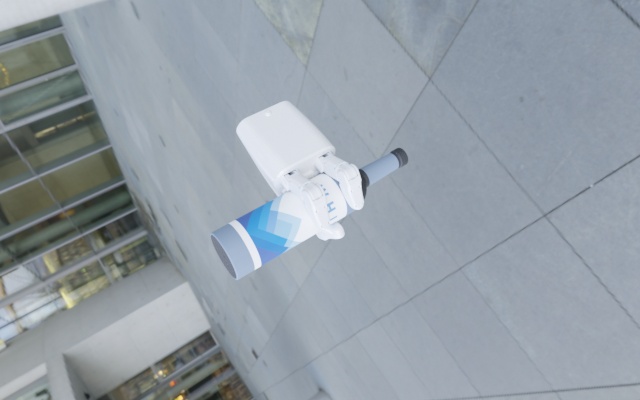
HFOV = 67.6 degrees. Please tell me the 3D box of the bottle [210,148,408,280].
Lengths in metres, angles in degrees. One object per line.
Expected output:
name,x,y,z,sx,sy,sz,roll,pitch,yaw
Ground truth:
bottle,0.000,0.002,0.639,0.295,0.069,0.069,-29,12,-22
